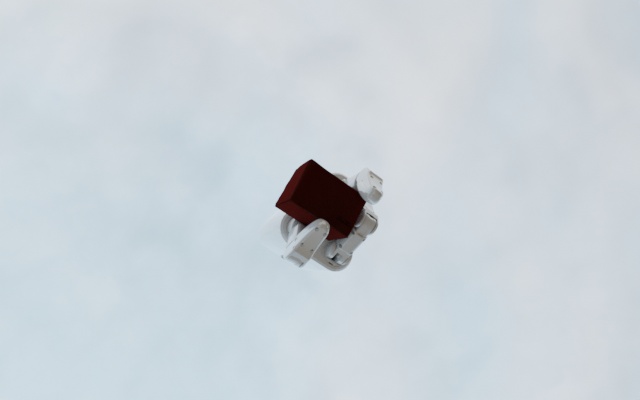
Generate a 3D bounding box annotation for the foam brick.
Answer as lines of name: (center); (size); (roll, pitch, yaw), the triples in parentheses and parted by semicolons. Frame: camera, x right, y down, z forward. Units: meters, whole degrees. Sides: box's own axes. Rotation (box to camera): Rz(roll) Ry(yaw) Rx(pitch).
foam brick: (0.000, 0.001, 0.517); (0.078, 0.053, 0.051); (35, -19, -16)
